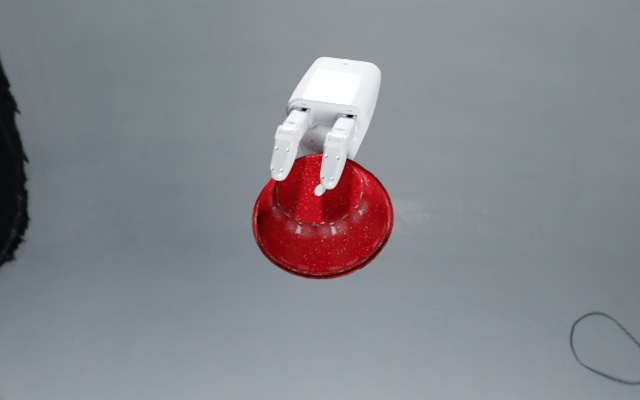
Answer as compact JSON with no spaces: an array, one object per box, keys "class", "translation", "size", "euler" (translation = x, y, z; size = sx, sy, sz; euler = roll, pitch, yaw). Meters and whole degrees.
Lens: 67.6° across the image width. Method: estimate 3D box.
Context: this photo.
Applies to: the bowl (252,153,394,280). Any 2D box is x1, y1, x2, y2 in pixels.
[{"class":"bowl","translation":[0.000,0.003,0.520],"size":[0.162,0.162,0.055],"euler":[0,-34,5]}]
